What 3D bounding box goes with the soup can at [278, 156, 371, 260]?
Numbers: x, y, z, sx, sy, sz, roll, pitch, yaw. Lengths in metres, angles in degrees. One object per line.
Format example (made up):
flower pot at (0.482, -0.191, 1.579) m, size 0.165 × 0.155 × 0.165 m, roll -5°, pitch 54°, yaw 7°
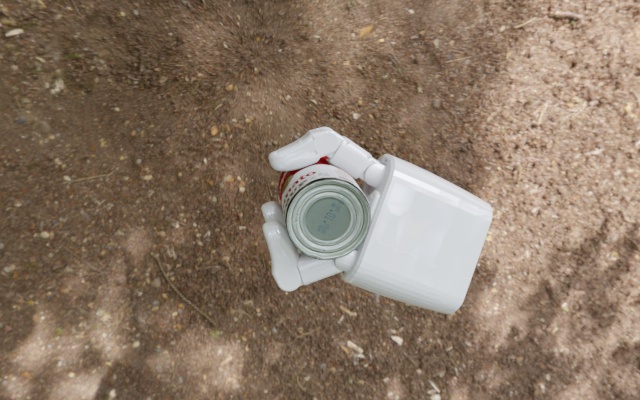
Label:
soup can at (0.000, 0.001, 0.407) m, size 0.068 × 0.068 × 0.102 m, roll 0°, pitch 17°, yaw -8°
